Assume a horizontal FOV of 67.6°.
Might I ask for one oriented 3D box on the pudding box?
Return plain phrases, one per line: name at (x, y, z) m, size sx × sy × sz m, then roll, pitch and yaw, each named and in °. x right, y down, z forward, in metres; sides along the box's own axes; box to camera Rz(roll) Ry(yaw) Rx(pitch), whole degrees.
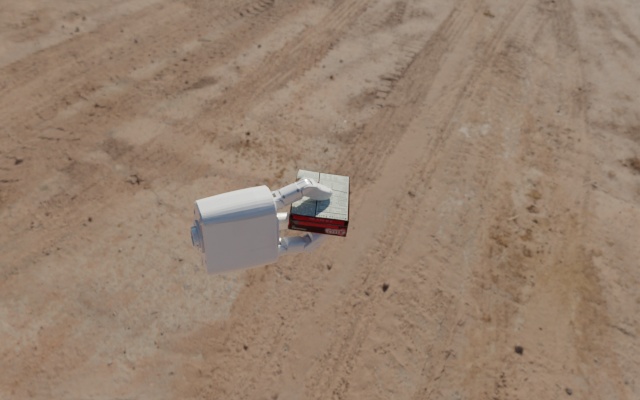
pudding box at (0.000, 0.002, 0.745) m, size 0.090 × 0.039 × 0.113 m, roll 9°, pitch 43°, yaw -2°
